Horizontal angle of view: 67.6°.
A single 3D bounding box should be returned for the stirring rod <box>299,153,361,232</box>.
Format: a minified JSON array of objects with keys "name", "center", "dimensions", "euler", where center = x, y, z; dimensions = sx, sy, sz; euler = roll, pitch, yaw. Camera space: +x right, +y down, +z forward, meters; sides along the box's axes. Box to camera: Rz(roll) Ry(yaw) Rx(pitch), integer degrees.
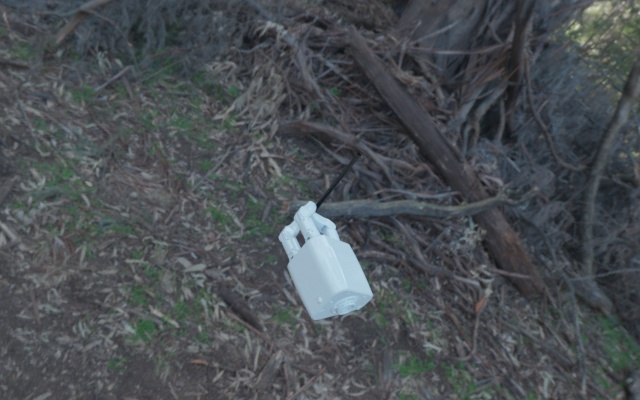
[{"name":"stirring rod","center":[0.000,0.003,0.850],"dimensions":[0.011,0.011,0.240],"euler":[0,-41,-44]}]
